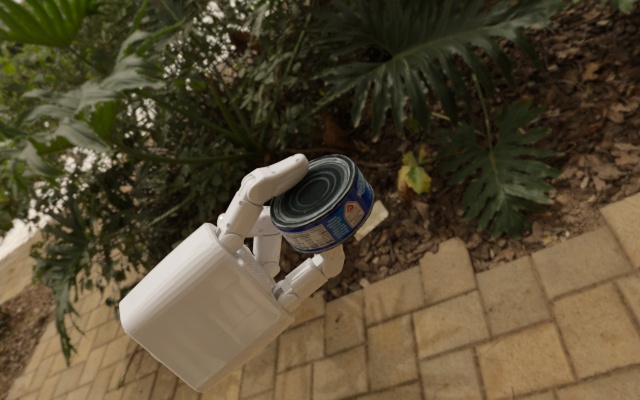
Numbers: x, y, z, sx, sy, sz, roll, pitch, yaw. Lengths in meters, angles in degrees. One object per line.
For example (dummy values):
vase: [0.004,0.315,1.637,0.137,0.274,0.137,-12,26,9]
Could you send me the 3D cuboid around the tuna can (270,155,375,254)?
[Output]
tuna can: [0.000,0.001,0.402,0.086,0.086,0.034,0,-42,43]
